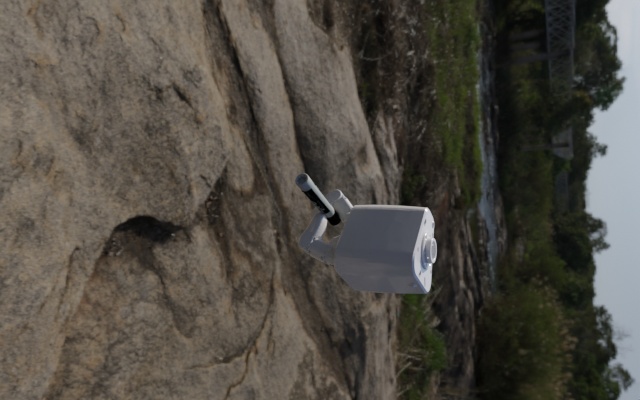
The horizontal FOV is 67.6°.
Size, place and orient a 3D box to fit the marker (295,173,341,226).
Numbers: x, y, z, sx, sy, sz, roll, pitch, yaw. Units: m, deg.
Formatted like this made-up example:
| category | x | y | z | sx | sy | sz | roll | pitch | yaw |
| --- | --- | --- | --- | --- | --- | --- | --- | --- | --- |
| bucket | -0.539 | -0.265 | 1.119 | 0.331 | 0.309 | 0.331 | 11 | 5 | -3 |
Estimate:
| category | x | y | z | sx | sy | sz | roll | pitch | yaw |
| --- | --- | --- | --- | --- | --- | --- | --- | --- | --- |
| marker | 0.000 | 0.002 | 0.653 | 0.020 | 0.020 | 0.121 | 0 | -29 | 27 |
